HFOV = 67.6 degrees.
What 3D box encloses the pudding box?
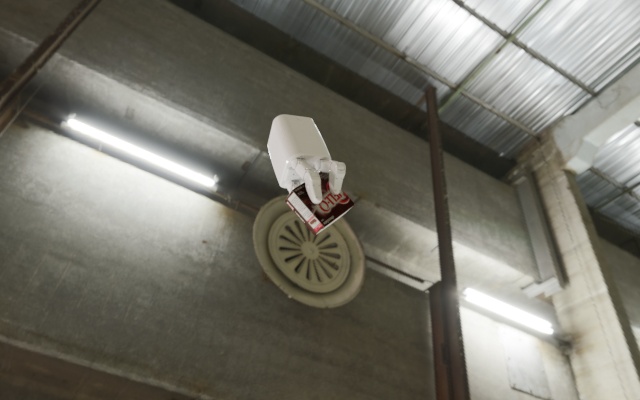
[{"bbox_3d":[0.000,0.003,0.890,0.113,0.090,0.039,-35,-10,-47],"label":"pudding box"}]
